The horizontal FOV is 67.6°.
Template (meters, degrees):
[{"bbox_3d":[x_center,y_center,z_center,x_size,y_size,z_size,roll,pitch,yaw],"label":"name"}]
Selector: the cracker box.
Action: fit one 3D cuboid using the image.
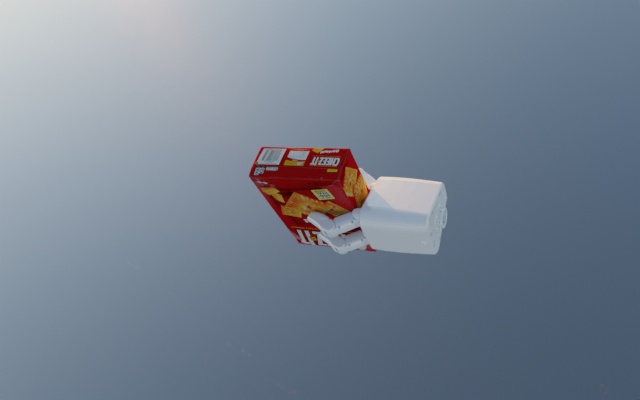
[{"bbox_3d":[0.000,0.002,0.808,0.164,0.072,0.214,4,-33,28],"label":"cracker box"}]
